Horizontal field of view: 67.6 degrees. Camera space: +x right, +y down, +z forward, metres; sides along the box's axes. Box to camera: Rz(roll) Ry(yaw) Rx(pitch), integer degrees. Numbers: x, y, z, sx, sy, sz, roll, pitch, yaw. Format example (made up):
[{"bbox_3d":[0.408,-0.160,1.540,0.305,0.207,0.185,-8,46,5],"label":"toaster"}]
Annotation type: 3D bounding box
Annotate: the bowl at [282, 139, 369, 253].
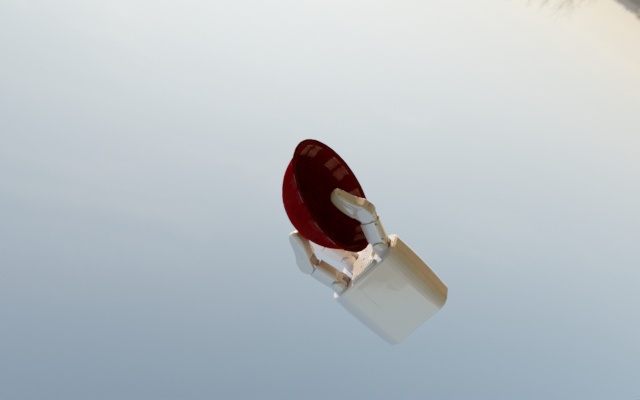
[{"bbox_3d":[-0.001,0.001,0.628,0.055,0.162,0.162,-29,-15,30],"label":"bowl"}]
